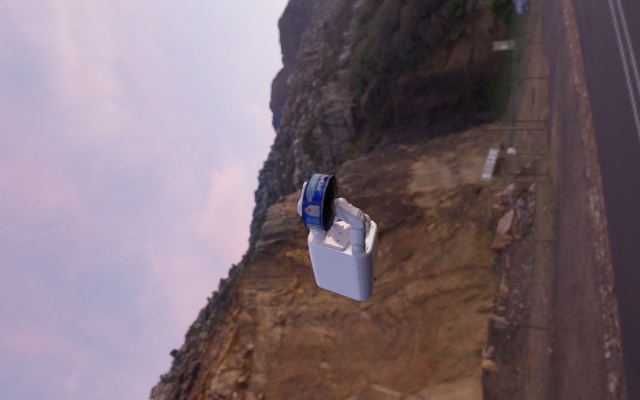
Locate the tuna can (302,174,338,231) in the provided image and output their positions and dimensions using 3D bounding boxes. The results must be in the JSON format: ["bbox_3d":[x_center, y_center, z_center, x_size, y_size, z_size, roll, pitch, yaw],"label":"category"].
[{"bbox_3d":[0.000,0.002,0.724,0.034,0.086,0.086,7,2,15],"label":"tuna can"}]
